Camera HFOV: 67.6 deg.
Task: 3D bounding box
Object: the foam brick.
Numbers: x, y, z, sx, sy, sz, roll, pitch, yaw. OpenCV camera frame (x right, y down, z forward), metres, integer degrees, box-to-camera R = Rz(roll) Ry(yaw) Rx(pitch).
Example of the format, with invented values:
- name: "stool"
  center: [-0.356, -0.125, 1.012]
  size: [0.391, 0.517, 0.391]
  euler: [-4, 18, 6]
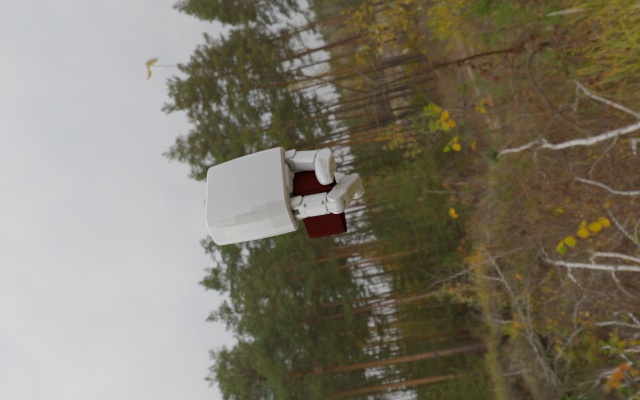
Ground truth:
- name: "foam brick"
  center: [0.000, 0.002, 0.624]
  size: [0.051, 0.078, 0.053]
  euler: [-14, 34, 6]
